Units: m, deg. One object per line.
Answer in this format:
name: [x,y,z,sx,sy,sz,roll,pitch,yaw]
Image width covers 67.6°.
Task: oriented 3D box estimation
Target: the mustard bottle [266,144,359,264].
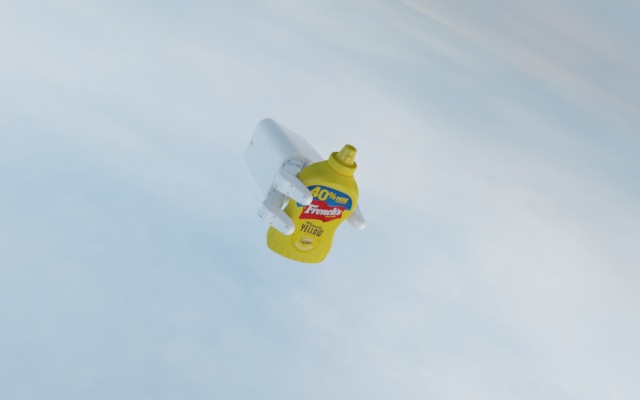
mustard bottle: [0.000,0.003,0.683,0.096,0.192,0.058,19,29,-18]
